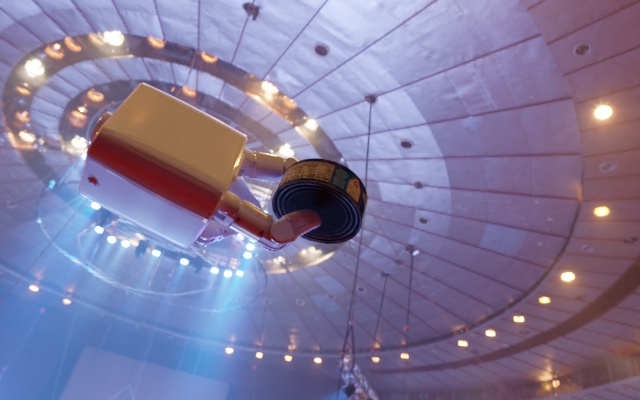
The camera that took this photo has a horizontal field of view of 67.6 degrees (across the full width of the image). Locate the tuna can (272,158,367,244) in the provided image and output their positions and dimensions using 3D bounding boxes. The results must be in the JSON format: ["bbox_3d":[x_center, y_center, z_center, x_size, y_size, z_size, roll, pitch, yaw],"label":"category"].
[{"bbox_3d":[0.000,0.001,0.449,0.086,0.033,0.086,11,-40,10],"label":"tuna can"}]
